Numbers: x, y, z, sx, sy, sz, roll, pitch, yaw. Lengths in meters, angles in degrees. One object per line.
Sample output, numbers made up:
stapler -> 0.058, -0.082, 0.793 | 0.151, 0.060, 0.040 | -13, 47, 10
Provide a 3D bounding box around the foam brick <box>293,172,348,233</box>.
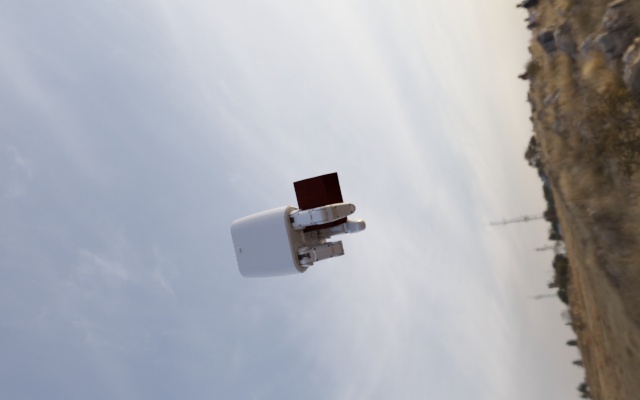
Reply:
foam brick -> 0.000, 0.002, 0.700 | 0.051, 0.078, 0.053 | -12, 0, 28
